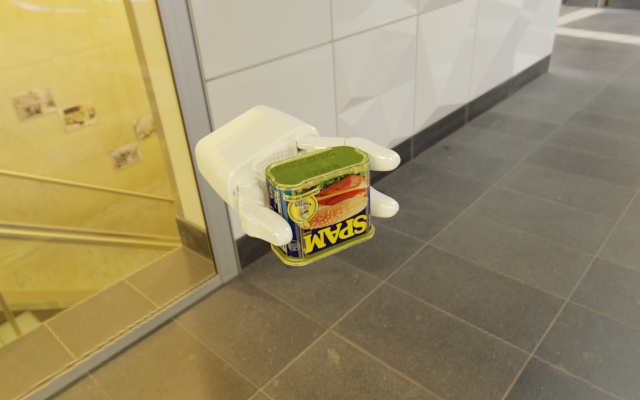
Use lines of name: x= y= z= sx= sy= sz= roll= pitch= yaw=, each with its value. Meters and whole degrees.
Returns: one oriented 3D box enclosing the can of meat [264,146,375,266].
can of meat: x=0.000 y=0.001 z=0.453 sx=0.102 sy=0.084 sz=0.057 roll=-19 pitch=33 yaw=-23
